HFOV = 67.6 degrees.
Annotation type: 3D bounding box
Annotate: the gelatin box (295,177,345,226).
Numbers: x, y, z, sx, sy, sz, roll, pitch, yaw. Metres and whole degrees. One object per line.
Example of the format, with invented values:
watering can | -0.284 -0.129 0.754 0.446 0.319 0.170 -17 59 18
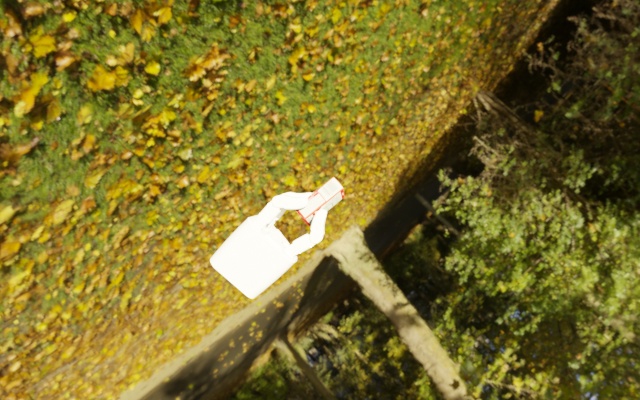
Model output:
gelatin box | 0.001 0.003 0.848 0.089 0.030 0.073 -39 -12 -3
